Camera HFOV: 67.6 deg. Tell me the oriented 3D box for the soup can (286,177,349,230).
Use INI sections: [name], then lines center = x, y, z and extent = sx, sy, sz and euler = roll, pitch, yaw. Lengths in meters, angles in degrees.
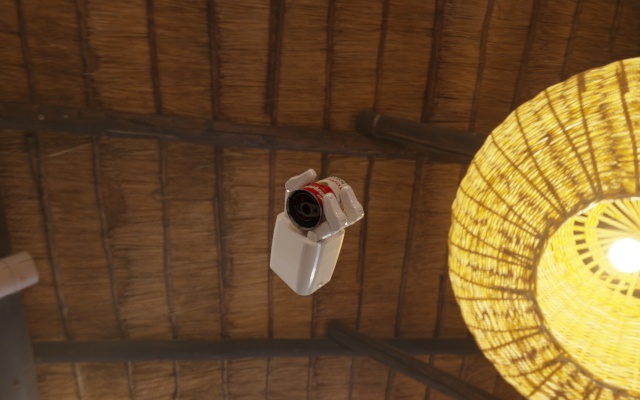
[soup can]
center = 0.000, 0.002, 0.794
extent = 0.068, 0.068, 0.102
euler = 0, 14, 35
